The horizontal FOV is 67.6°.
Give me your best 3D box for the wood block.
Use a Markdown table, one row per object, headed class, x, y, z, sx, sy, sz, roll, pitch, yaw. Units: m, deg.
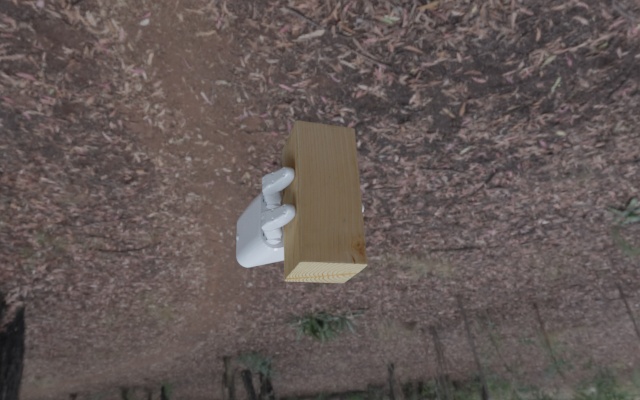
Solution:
| class | x | y | z | sx | sy | sz | roll | pitch | yaw |
| --- | --- | --- | --- | --- | --- | --- | --- | --- | --- |
| wood block | 0.000 | 0.003 | 0.668 | 0.091 | 0.206 | 0.090 | 5 | -26 | -17 |
